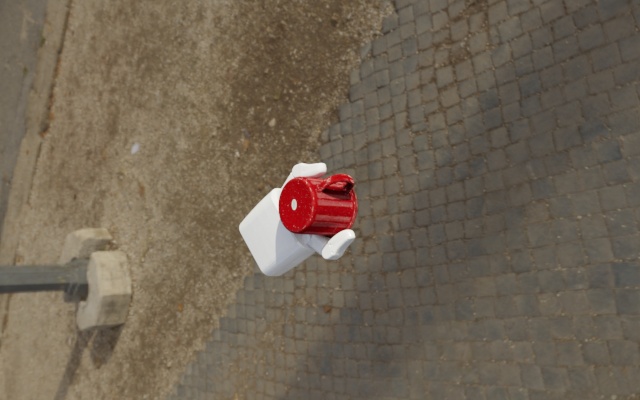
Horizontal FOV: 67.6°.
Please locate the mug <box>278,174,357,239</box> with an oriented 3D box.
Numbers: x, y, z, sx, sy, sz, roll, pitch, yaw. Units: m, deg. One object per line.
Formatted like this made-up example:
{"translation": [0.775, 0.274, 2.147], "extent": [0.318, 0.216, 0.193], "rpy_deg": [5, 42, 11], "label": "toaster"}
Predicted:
{"translation": [0.001, 0.002, 0.688], "extent": [0.081, 0.093, 0.117], "rpy_deg": [5, -37, -44], "label": "mug"}
